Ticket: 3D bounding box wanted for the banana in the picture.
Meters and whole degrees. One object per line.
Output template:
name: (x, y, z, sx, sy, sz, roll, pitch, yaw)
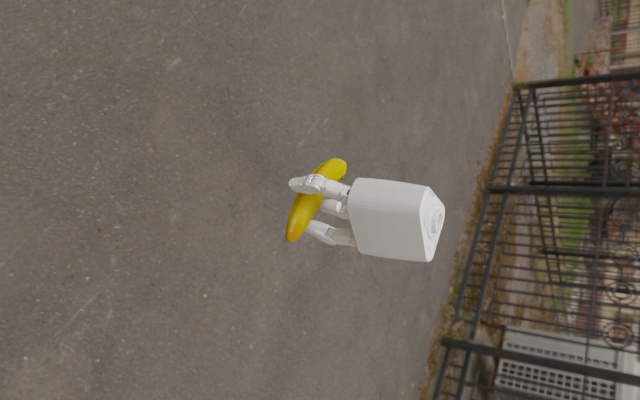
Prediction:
banana: (0.000, -0.015, 0.738, 0.037, 0.070, 0.197, 11, 36, 25)
